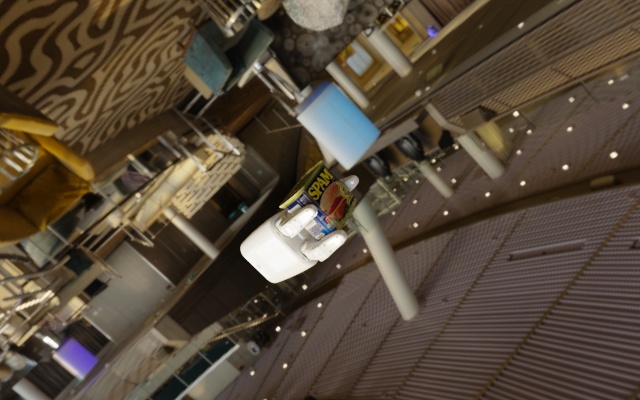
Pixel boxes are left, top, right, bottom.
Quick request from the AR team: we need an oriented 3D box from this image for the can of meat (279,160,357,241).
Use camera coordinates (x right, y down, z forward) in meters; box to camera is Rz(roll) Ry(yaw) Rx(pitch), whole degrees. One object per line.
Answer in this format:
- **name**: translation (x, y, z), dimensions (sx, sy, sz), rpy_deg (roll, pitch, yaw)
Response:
- **can of meat**: translation (0.000, 0.002, 0.716), dimensions (0.057, 0.084, 0.102), rpy_deg (-36, 13, 40)
